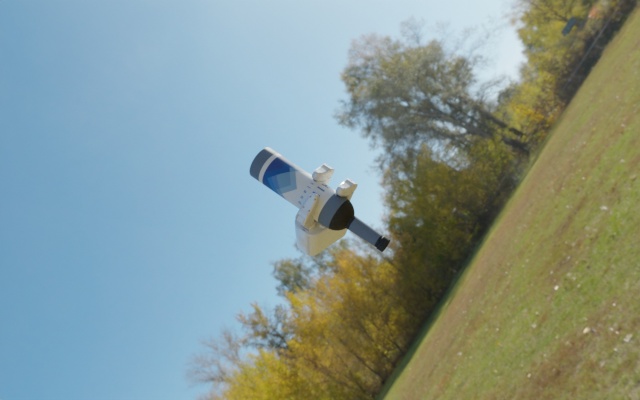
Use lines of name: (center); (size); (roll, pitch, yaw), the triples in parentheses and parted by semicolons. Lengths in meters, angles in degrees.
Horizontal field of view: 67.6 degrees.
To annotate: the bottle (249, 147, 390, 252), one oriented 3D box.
bottle: (0.000, 0.003, 0.892); (0.295, 0.069, 0.069); (34, 11, 16)
